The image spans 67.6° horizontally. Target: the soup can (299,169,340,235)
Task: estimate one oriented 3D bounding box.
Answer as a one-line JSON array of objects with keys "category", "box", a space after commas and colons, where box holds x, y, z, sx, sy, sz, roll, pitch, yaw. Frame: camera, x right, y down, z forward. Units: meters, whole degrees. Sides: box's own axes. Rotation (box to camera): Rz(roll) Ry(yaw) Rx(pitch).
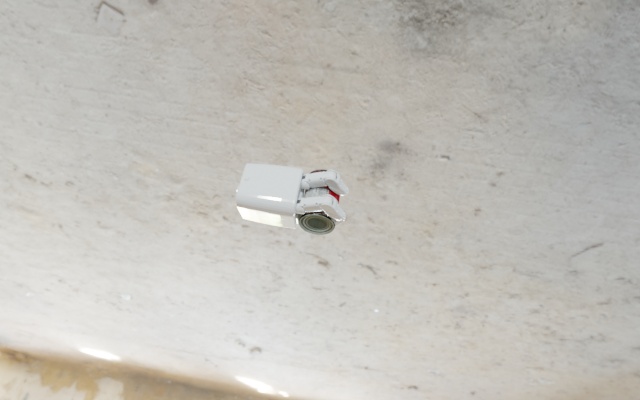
[{"category": "soup can", "box": [0.001, 0.003, 0.876, 0.068, 0.102, 0.069, 7, -36, 5]}]
